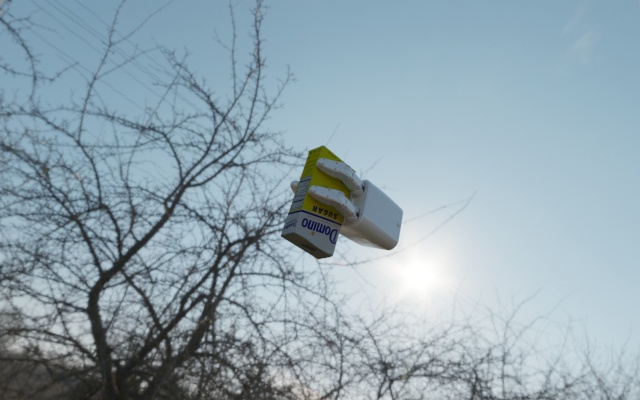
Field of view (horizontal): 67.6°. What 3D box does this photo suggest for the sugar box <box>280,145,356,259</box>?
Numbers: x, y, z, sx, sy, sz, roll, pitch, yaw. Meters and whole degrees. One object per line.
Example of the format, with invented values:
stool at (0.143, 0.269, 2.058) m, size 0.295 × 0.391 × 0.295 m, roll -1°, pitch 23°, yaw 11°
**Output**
sugar box at (0.001, 0.003, 0.826) m, size 0.093 × 0.176 × 0.048 m, roll 35°, pitch -34°, yaw -32°
